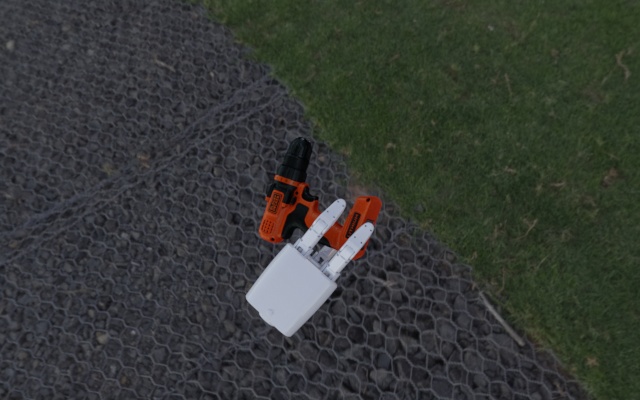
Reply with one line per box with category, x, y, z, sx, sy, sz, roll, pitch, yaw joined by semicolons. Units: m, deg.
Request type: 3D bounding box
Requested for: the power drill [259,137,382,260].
power drill;0.000;0.003;0.776;0.187;0.184;0.057;20;4;28
